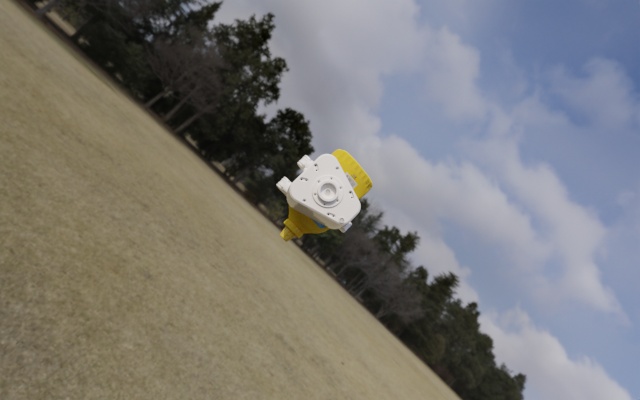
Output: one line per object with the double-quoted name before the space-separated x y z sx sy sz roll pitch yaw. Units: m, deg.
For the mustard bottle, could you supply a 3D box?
"mustard bottle" 0.000 0.003 0.876 0.096 0.191 0.058 48 -7 -23
